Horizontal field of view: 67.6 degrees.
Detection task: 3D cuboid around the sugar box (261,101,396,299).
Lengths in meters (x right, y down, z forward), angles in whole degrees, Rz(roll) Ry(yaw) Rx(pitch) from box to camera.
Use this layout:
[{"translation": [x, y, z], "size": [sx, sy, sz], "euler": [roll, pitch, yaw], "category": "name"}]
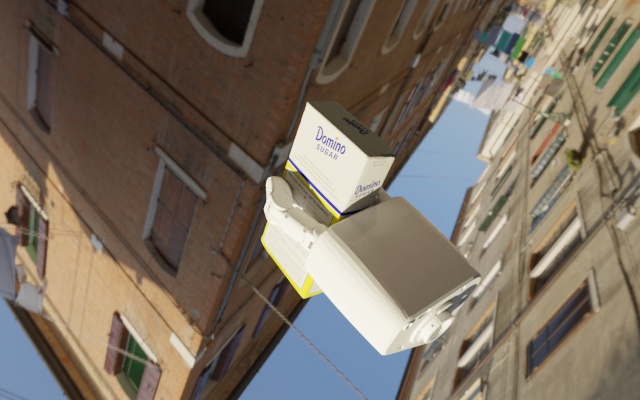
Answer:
[{"translation": [0.001, 0.002, 0.472], "size": [0.048, 0.176, 0.093], "euler": [-8, 44, -41], "category": "sugar box"}]
